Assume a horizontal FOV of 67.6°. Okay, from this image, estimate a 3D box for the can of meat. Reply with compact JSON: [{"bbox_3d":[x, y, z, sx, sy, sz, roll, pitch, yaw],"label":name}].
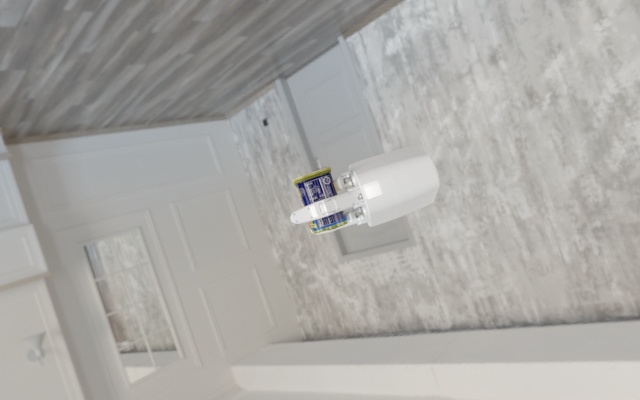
[{"bbox_3d":[0.000,0.003,0.701,0.057,0.084,0.102,-19,-1,-3],"label":"can of meat"}]
